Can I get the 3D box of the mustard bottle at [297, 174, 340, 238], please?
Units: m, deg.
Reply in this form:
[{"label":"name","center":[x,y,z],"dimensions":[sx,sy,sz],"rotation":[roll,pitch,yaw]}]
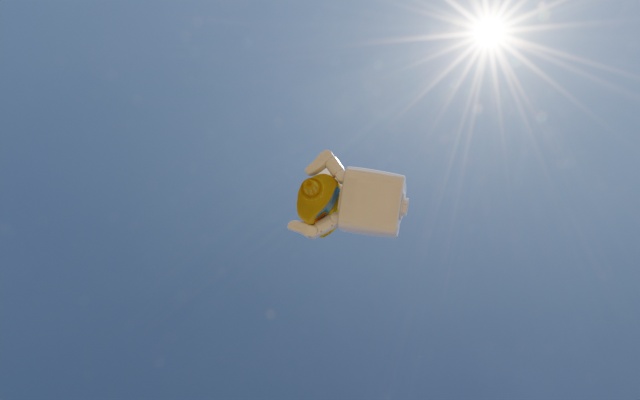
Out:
[{"label":"mustard bottle","center":[0.000,0.003,0.881],"dimensions":[0.058,0.096,0.192],"rotation":[33,-8,20]}]
